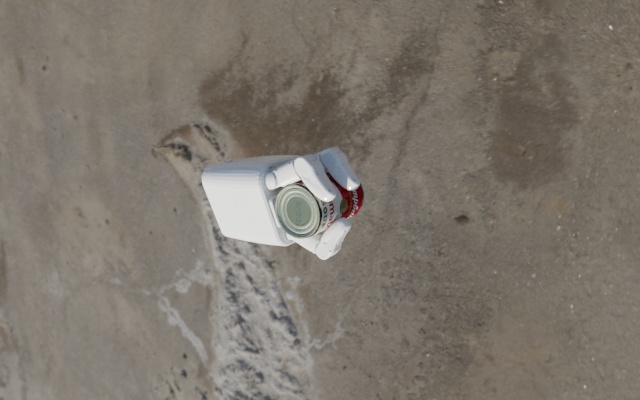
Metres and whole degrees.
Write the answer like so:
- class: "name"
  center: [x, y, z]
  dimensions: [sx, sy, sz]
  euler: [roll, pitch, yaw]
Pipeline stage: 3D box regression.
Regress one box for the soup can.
- class: "soup can"
  center: [0.000, 0.002, 0.590]
  dimensions: [0.068, 0.068, 0.102]
  euler: [0, 13, 35]
